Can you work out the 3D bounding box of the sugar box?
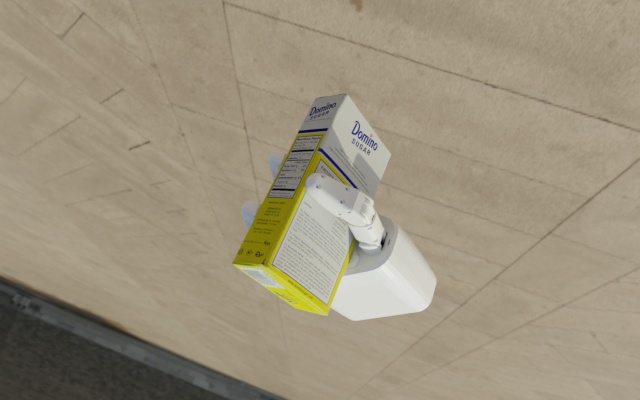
[{"bbox_3d":[0.000,0.002,0.430,0.048,0.176,0.093,0,-34,40],"label":"sugar box"}]
